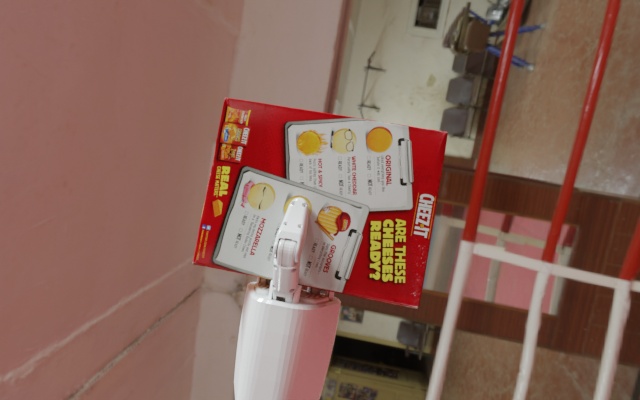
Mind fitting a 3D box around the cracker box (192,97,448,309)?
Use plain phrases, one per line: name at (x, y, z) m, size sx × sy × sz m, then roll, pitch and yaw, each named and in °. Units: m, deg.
cracker box at (0.000, 0.001, 0.468) m, size 0.213 × 0.164 × 0.072 m, roll 10°, pitch -3°, yaw 6°
